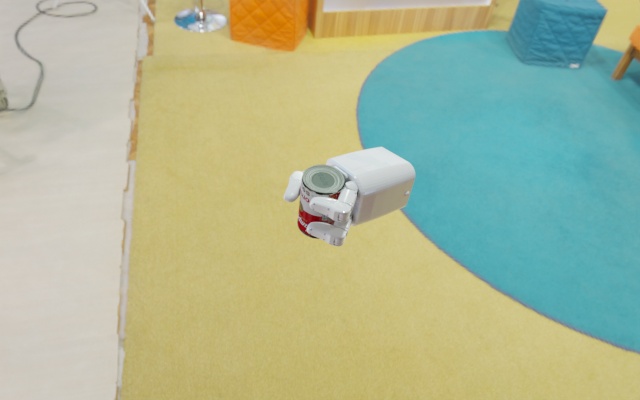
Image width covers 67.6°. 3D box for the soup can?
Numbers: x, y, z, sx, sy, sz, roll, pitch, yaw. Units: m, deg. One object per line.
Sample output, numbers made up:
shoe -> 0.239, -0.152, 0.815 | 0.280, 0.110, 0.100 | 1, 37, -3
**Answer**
soup can -> 0.000, 0.002, 0.754 | 0.068, 0.102, 0.068 | 4, 45, -4
